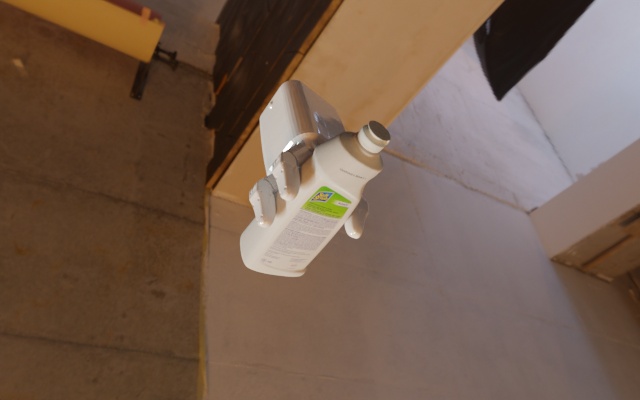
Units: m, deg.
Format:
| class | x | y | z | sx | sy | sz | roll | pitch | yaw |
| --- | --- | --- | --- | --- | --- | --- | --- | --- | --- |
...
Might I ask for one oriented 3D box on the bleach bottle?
| class | x | y | z | sx | sy | sz | roll | pitch | yaw |
| --- | --- | --- | --- | --- | --- | --- | --- | --- | --- |
| bleach bottle | 0.000 | 0.002 | 0.572 | 0.102 | 0.068 | 0.251 | 13 | -43 | -34 |
